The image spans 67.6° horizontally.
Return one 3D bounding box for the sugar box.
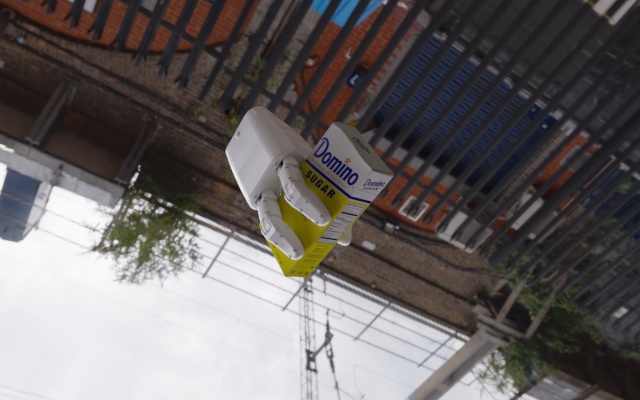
[{"bbox_3d":[0.000,0.002,0.574,0.048,0.176,0.093,9,36,-43],"label":"sugar box"}]
